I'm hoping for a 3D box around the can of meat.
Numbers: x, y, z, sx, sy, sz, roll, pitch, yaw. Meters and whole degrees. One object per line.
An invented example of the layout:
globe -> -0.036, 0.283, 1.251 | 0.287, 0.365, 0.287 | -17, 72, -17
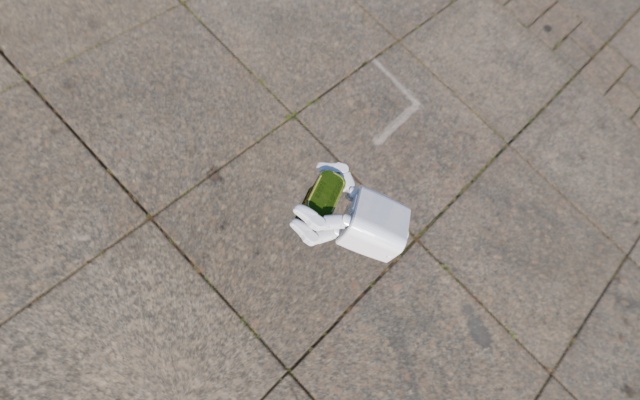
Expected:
can of meat -> 0.000, 0.003, 0.880 | 0.057, 0.102, 0.084 | 27, -27, -4
